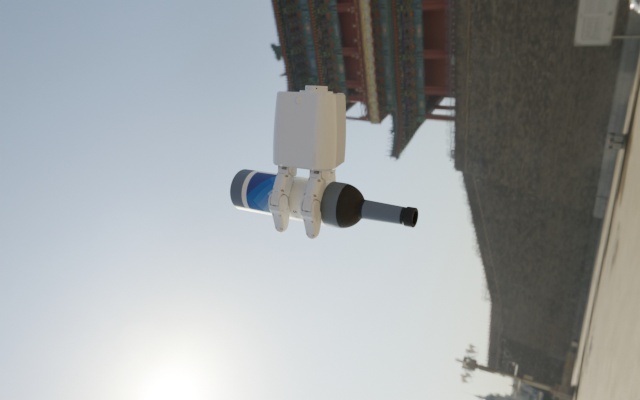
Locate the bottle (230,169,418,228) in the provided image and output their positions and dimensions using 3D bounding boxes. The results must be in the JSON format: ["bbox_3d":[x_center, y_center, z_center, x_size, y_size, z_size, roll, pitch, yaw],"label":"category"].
[{"bbox_3d":[0.000,0.002,0.712,0.295,0.069,0.069,9,4,29],"label":"bottle"}]
